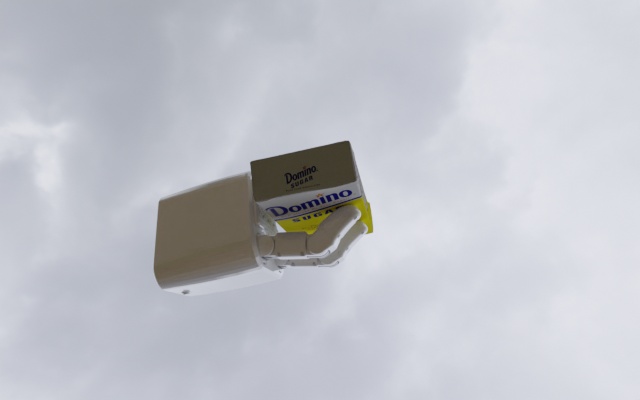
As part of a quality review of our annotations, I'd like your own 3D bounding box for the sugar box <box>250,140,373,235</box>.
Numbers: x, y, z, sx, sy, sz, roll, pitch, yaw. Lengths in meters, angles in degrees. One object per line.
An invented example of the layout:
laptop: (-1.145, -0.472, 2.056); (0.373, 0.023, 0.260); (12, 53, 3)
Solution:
sugar box: (0.000, 0.002, 0.487); (0.093, 0.048, 0.176); (-12, -17, 8)
